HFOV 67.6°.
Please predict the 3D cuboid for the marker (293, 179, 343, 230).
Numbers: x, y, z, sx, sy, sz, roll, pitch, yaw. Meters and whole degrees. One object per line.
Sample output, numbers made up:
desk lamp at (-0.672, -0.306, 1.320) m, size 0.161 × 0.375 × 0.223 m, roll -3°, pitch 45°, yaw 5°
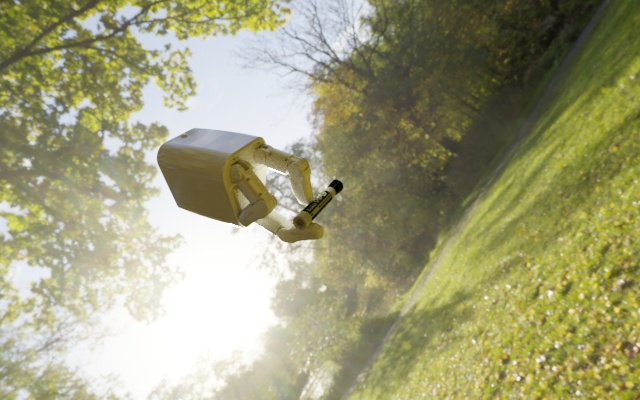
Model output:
marker at (0.000, 0.002, 0.618) m, size 0.020 × 0.020 × 0.121 m, roll 0°, pitch 25°, yaw 28°
